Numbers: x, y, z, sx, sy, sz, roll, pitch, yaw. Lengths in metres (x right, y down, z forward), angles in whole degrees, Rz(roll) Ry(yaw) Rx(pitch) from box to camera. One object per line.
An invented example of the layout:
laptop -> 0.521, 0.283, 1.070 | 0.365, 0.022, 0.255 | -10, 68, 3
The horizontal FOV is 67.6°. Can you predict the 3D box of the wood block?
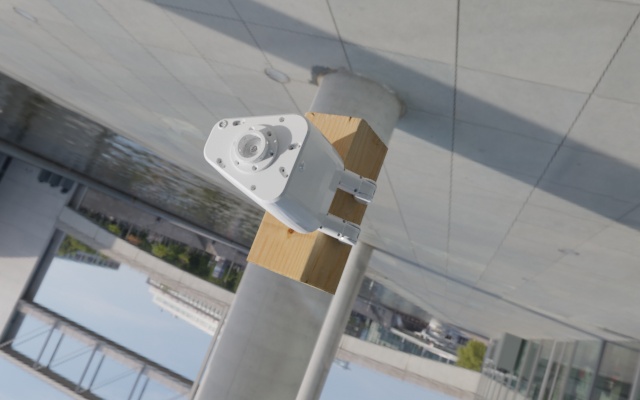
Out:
wood block -> 0.000, 0.002, 0.610 | 0.091, 0.206, 0.090 | 15, -12, 34
